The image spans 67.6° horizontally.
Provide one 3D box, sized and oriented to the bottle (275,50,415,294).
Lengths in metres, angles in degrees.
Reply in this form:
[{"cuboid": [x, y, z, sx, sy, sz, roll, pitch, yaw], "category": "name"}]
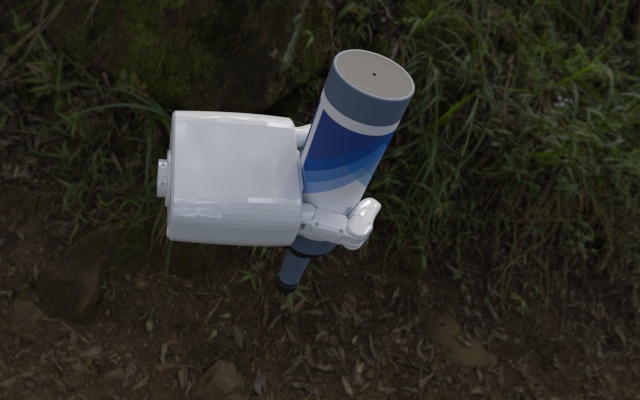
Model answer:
[{"cuboid": [0.000, 0.001, 0.464, 0.069, 0.069, 0.296, 0, -42, -22], "category": "bottle"}]
